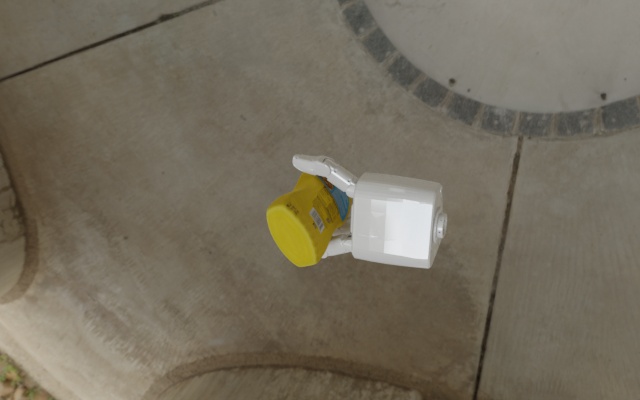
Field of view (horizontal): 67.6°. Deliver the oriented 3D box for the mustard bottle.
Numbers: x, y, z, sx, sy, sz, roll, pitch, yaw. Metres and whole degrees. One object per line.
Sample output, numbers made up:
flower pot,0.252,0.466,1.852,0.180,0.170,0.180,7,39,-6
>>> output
mustard bottle,0.000,0.002,0.682,0.058,0.096,0.191,-18,20,35
